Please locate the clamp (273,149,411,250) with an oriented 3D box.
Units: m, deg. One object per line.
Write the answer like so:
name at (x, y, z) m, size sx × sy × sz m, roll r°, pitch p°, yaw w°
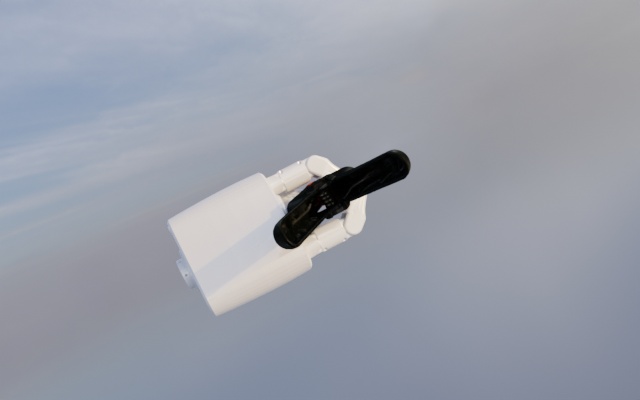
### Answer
clamp at (0.000, 0.001, 0.430) m, size 0.120 × 0.039 × 0.171 m, roll -27°, pitch 3°, yaw -15°
